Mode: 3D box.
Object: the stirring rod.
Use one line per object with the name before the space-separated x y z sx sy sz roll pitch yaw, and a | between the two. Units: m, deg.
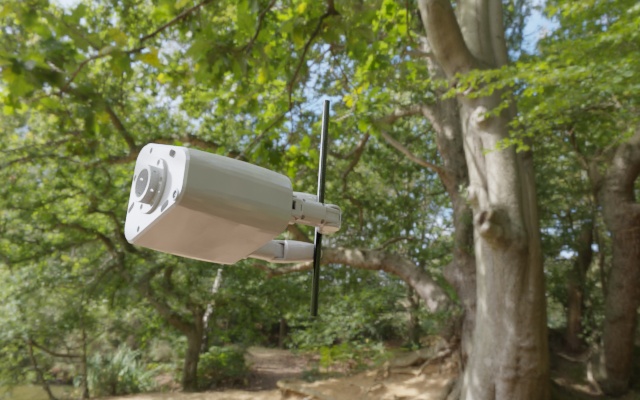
stirring rod | 0.000 0.002 0.516 0.011 0.239 0.011 3 -16 1
